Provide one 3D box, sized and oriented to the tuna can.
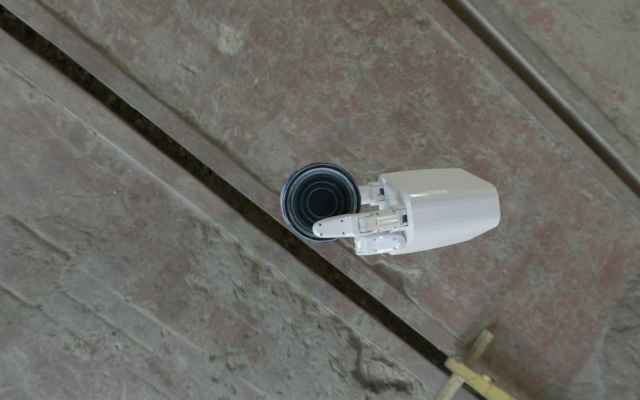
[{"bbox_3d":[0.000,0.002,0.513,0.086,0.086,0.034,0,4,-7],"label":"tuna can"}]
